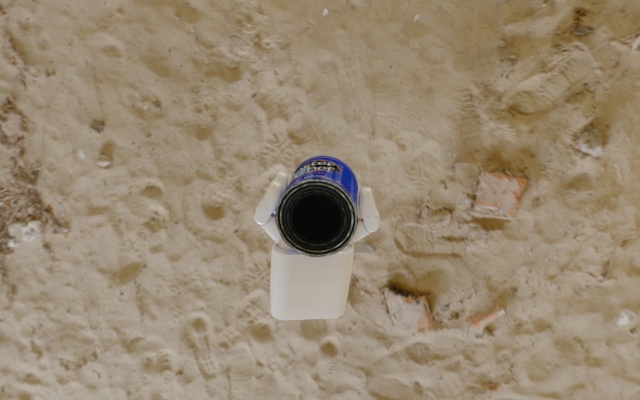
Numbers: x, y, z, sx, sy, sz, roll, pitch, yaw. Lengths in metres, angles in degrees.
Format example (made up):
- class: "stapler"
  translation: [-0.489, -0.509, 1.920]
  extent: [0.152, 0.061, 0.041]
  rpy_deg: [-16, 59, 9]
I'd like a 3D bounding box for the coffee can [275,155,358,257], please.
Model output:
- class: "coffee can"
  translation: [0.000, 0.002, 0.650]
  extent: [0.103, 0.103, 0.140]
  rpy_deg: [0, 17, 5]
